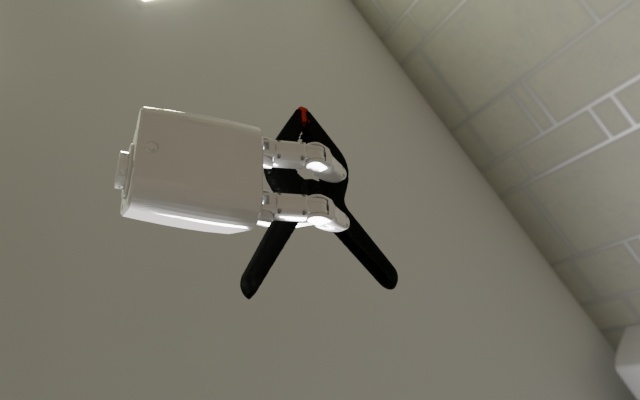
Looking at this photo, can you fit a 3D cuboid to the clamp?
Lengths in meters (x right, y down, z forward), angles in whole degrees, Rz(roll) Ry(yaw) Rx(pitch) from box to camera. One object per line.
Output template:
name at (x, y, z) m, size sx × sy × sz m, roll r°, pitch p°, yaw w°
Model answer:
clamp at (-0.001, 0.001, 0.496) m, size 0.164 × 0.210 × 0.036 m, roll 9°, pitch -26°, yaw -24°
